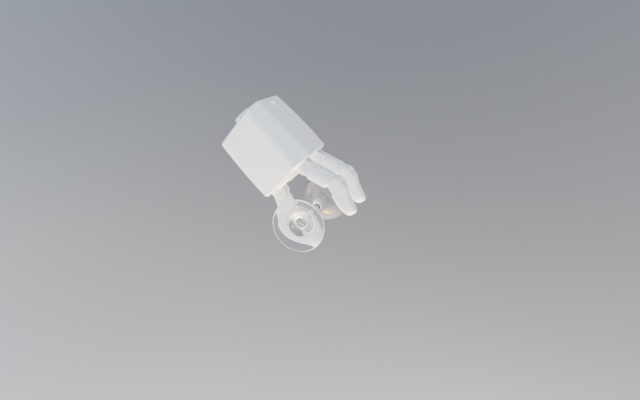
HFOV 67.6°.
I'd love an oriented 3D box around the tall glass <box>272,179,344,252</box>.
[{"bbox_3d":[0.000,0.003,0.720,0.079,0.079,0.201,0,18,19],"label":"tall glass"}]
